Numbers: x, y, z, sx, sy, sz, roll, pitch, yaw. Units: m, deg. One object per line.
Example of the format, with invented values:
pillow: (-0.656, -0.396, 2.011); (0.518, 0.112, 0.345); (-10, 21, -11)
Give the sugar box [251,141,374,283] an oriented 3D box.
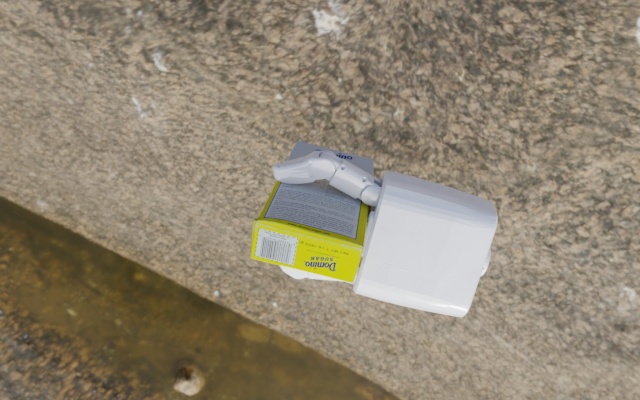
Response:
sugar box: (0.000, 0.002, 0.468); (0.093, 0.048, 0.176); (14, 28, 3)
